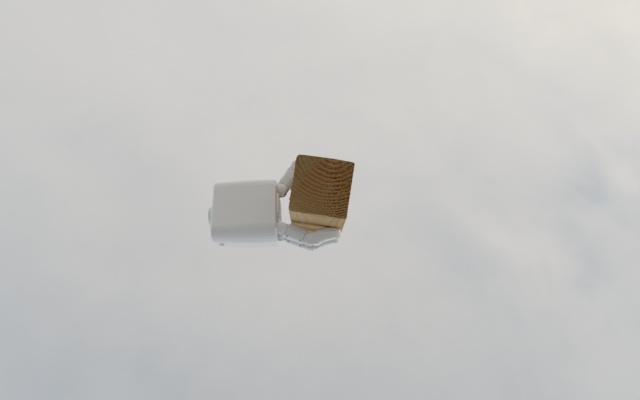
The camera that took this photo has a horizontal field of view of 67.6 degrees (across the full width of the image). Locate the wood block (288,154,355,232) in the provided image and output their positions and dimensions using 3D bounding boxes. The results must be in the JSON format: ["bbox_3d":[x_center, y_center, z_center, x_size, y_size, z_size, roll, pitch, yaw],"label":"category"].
[{"bbox_3d":[0.000,0.002,0.802,0.090,0.090,0.206,8,-13,1],"label":"wood block"}]
